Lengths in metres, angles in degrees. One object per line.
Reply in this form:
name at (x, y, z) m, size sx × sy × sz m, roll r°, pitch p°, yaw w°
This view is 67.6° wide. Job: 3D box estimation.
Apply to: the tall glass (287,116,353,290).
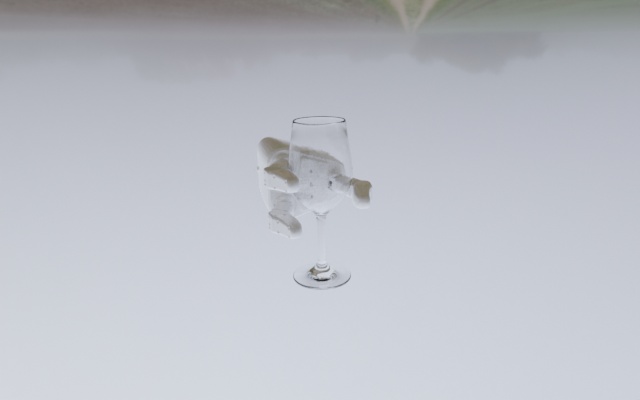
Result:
tall glass at (0.000, 0.003, 0.580) m, size 0.079 × 0.201 × 0.079 m, roll -1°, pitch 19°, yaw 0°
